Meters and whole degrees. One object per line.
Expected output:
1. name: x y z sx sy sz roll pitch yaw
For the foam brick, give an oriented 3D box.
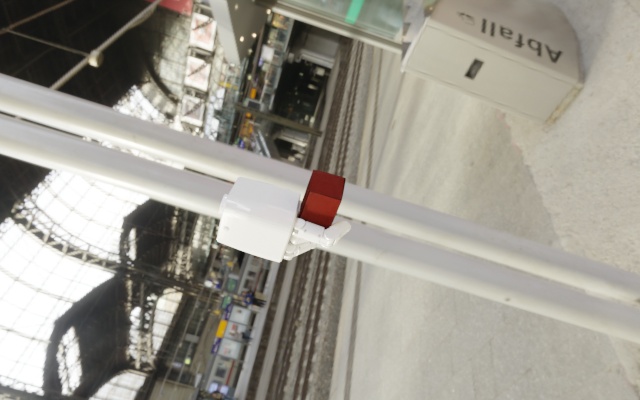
1. foam brick: 0.000 0.002 0.719 0.051 0.078 0.053 17 41 -5
